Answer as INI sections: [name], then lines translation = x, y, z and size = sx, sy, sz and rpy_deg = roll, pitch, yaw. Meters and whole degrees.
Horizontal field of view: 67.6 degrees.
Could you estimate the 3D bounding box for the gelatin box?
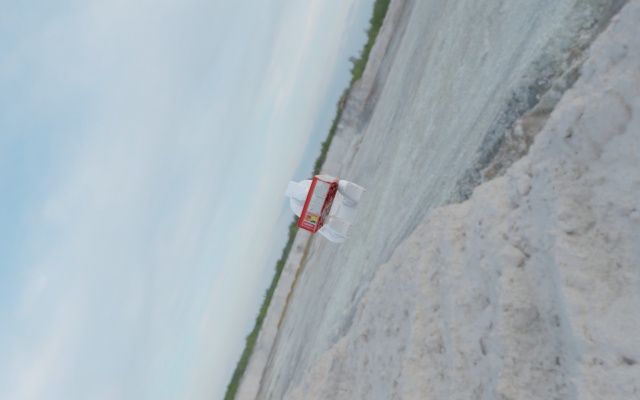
[gelatin box]
translation = 0.000, 0.002, 0.672
size = 0.030, 0.073, 0.089
rpy_deg = 21, 8, 8
